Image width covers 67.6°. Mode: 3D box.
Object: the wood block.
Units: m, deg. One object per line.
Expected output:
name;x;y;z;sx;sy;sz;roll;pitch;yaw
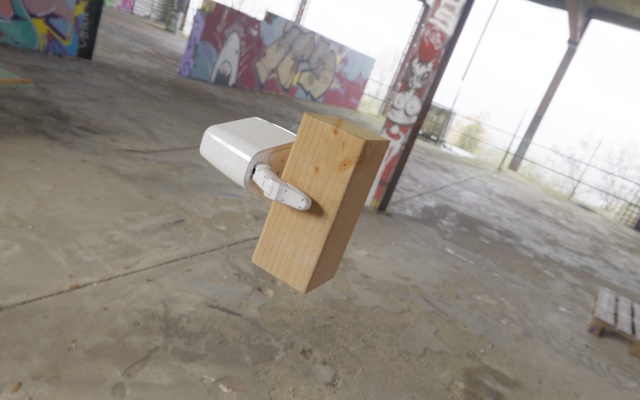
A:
wood block;0.000;0.002;0.615;0.090;0.206;0.091;28;18;22
